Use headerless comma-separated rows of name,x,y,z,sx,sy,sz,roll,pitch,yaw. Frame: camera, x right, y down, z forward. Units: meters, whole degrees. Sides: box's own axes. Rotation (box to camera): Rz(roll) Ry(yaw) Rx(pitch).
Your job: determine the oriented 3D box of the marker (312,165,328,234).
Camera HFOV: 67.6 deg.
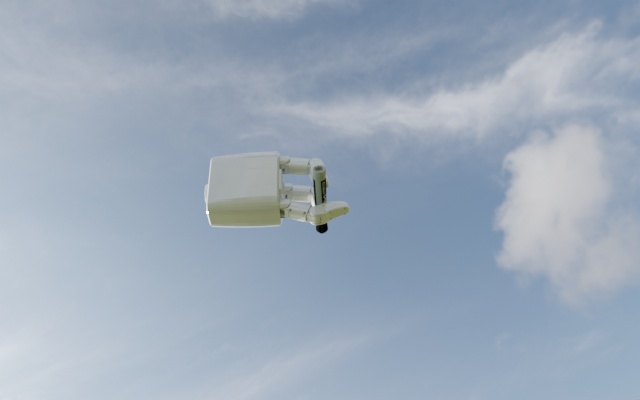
marker,0.000,0.002,0.700,0.020,0.121,0.020,-1,40,1
